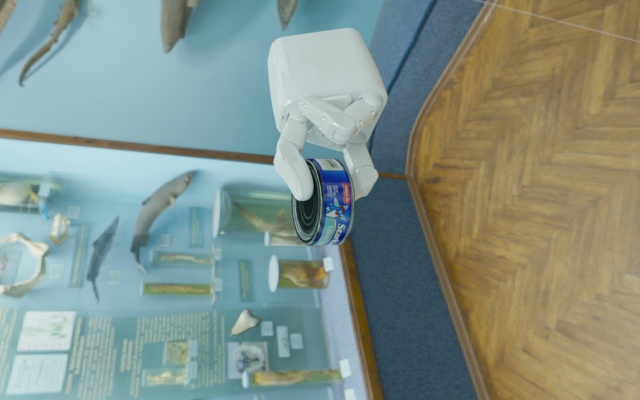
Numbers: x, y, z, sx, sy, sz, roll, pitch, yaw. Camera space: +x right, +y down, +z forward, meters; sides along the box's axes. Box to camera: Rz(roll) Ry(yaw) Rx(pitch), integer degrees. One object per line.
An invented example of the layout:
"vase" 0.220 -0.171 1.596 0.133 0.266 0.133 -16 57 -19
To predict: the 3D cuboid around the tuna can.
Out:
"tuna can" 0.000 0.002 0.466 0.034 0.086 0.086 0 0 -23
